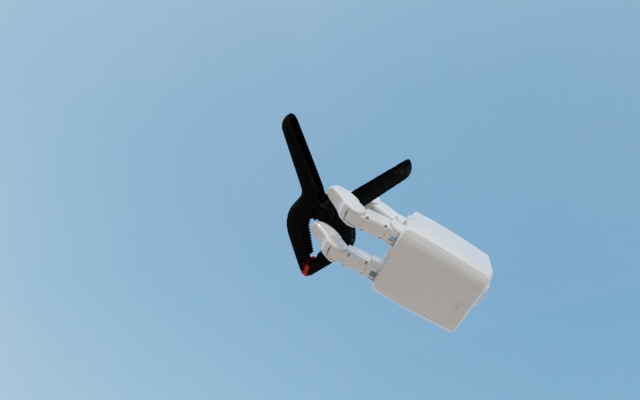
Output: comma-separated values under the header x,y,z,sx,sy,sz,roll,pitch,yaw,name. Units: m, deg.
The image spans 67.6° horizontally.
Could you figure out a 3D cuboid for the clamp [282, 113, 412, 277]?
x,y,z,sx,sy,sz,roll,pitch,yaw,name
0.000,0.002,0.603,0.164,0.210,0.036,30,31,11,clamp
